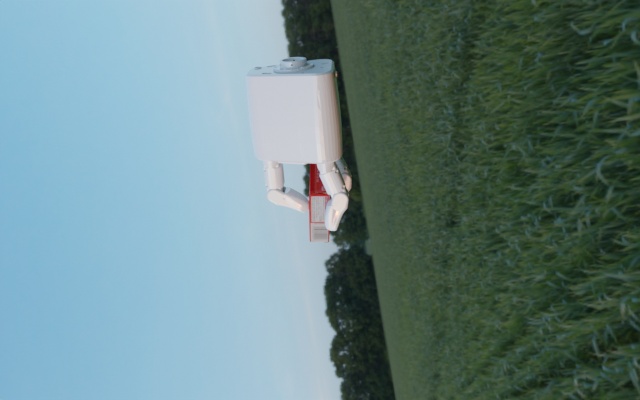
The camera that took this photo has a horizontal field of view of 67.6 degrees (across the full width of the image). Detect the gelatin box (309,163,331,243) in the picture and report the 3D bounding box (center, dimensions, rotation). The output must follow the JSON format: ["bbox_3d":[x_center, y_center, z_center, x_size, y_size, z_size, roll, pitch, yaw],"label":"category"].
[{"bbox_3d":[0.000,0.002,0.663,0.030,0.089,0.073,1,39,1],"label":"gelatin box"}]
